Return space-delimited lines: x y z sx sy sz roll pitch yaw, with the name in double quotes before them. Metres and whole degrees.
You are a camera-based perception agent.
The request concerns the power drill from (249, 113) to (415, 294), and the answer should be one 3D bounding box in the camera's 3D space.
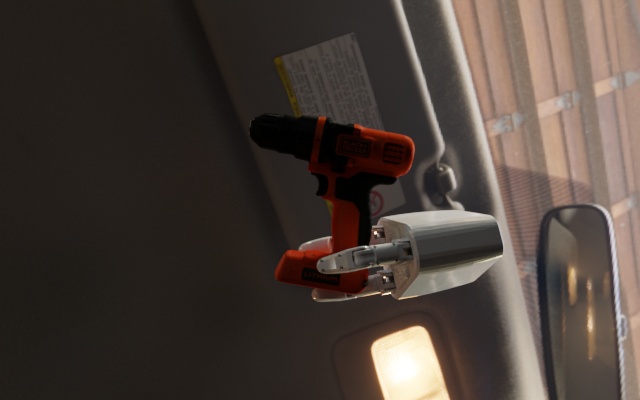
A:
"power drill" 0.000 0.002 0.536 0.184 0.187 0.057 10 8 3
